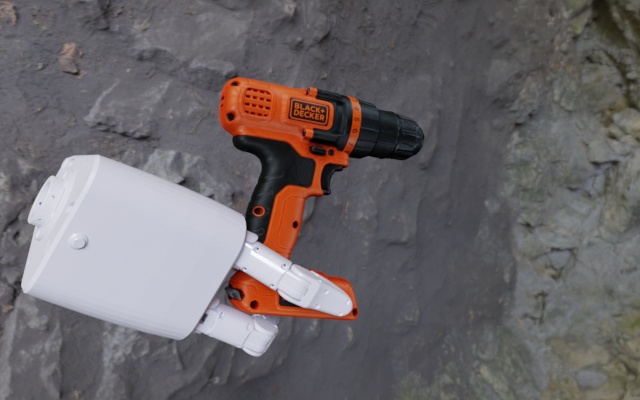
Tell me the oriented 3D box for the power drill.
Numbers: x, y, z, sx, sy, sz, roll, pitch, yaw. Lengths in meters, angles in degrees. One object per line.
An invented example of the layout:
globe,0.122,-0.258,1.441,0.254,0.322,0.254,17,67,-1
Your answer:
power drill,0.000,0.002,0.400,0.184,0.187,0.057,8,-8,-19
